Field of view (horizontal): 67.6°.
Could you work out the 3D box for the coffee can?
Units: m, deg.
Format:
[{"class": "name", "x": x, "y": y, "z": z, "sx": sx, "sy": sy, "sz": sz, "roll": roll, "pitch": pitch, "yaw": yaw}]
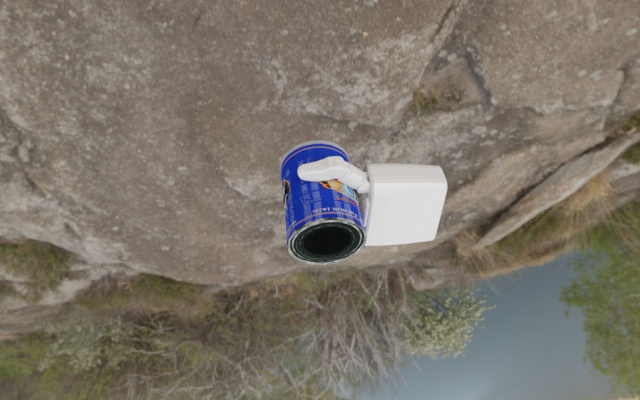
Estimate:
[{"class": "coffee can", "x": 0.000, "y": 0.002, "z": 0.655, "sx": 0.103, "sy": 0.140, "sz": 0.103, "roll": -5, "pitch": -39, "yaw": -4}]
